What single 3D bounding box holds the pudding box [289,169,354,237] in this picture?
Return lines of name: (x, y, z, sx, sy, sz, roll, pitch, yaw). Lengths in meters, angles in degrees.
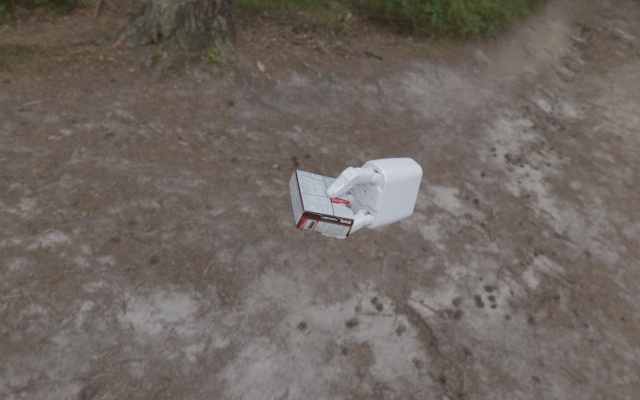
pudding box: (0.000, 0.002, 0.771, 0.090, 0.039, 0.113, 11, 35, -19)
